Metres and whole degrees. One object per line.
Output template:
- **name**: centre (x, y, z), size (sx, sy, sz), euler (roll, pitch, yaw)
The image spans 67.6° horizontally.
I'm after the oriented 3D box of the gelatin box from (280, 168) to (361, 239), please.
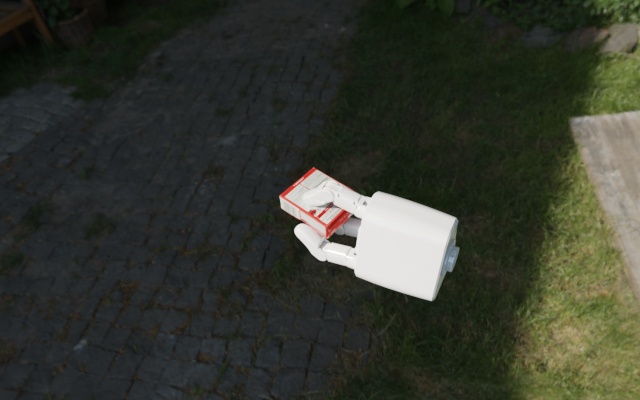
- **gelatin box**: centre (0.000, 0.002, 0.662), size (0.089, 0.030, 0.073), euler (32, 57, 26)
